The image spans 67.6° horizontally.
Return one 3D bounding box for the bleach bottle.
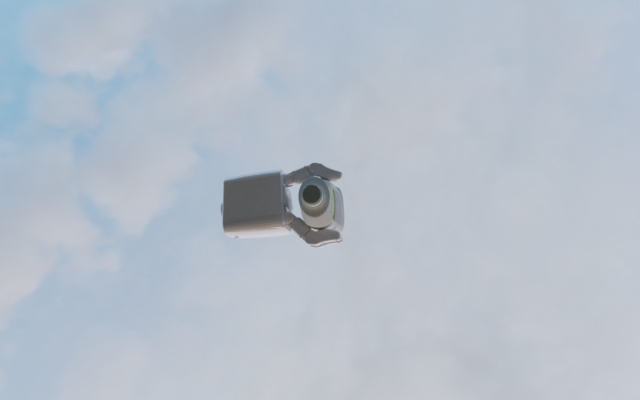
[{"bbox_3d":[0.000,0.003,0.822,0.068,0.102,0.251,-7,-10,5],"label":"bleach bottle"}]
